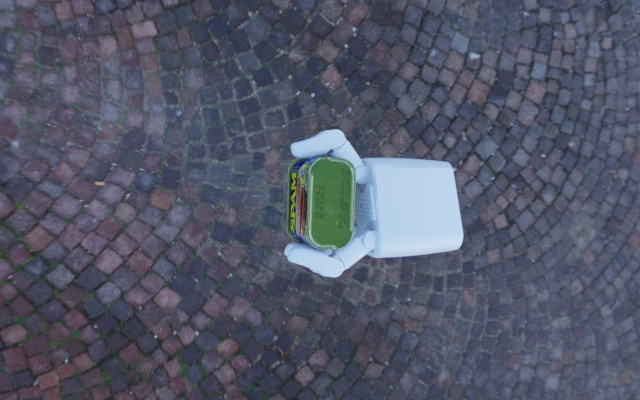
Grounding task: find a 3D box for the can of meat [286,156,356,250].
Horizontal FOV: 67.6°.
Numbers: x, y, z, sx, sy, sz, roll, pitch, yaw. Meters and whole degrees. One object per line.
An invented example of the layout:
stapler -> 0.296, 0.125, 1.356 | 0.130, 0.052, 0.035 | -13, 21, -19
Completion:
can of meat -> 0.000, 0.002, 0.528 | 0.057, 0.102, 0.084 | 1, 2, -17
